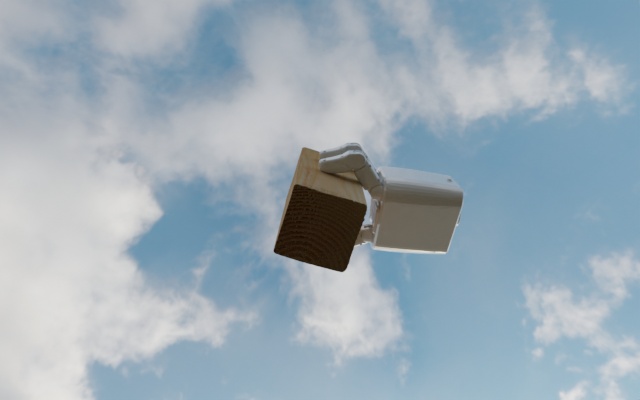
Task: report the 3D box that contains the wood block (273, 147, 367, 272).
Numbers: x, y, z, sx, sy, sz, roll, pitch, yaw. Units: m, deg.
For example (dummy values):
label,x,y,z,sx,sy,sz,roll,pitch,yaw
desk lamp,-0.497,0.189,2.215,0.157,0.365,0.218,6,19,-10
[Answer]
label,x,y,z,sx,sy,sz,roll,pitch,yaw
wood block,0.000,0.002,0.640,0.090,0.091,0.206,16,17,-4
